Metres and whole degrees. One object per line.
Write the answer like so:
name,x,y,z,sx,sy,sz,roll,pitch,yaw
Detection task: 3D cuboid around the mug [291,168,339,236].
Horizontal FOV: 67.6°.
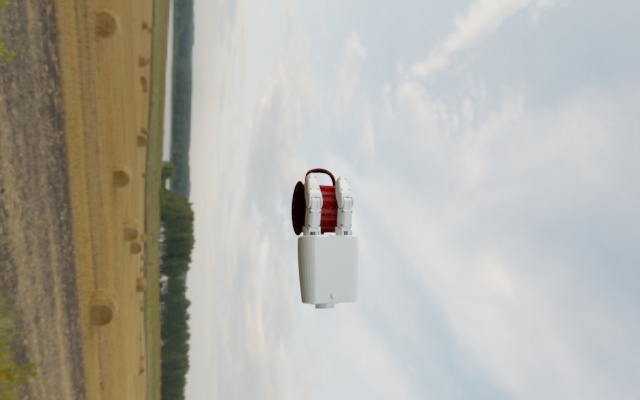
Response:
mug,0.000,0.001,0.818,0.081,0.117,0.093,2,-9,-17
